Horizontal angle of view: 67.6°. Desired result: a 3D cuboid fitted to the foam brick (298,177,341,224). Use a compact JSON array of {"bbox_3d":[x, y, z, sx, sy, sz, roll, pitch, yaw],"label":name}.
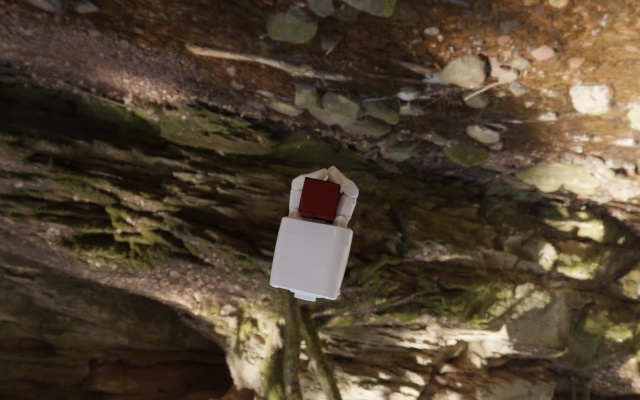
[{"bbox_3d":[0.000,0.002,0.705,0.053,0.051,0.078,12,-9,5],"label":"foam brick"}]
